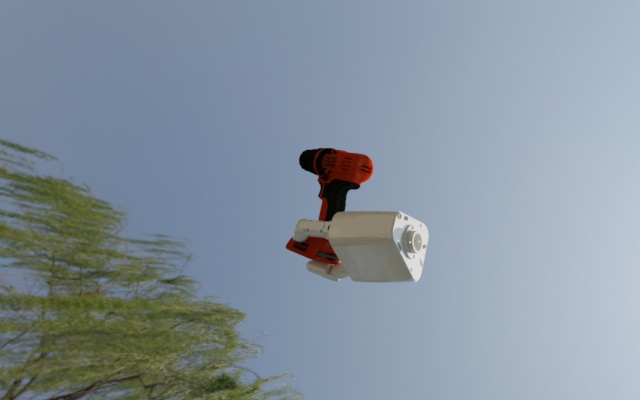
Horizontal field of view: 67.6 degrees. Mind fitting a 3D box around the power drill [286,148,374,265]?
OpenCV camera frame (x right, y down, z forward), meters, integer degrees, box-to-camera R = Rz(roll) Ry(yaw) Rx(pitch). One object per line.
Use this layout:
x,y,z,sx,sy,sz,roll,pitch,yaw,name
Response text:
0.000,0.003,0.803,0.057,0.187,0.184,15,0,-33,power drill
